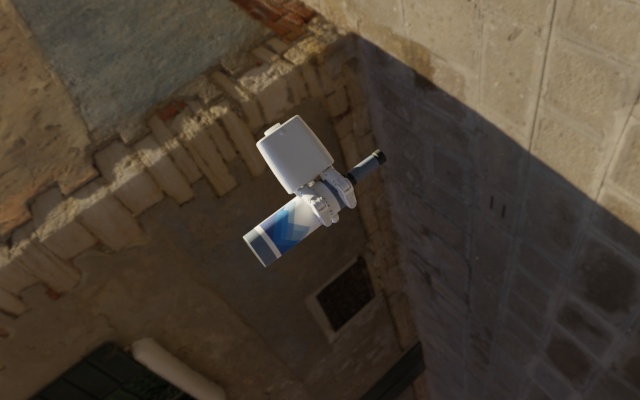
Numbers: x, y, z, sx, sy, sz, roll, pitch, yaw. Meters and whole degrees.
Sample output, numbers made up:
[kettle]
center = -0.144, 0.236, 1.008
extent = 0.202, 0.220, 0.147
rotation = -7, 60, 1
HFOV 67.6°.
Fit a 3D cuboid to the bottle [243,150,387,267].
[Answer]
[bottle]
center = 0.000, 0.003, 0.857
extent = 0.295, 0.069, 0.069
rotation = -37, 9, -12
